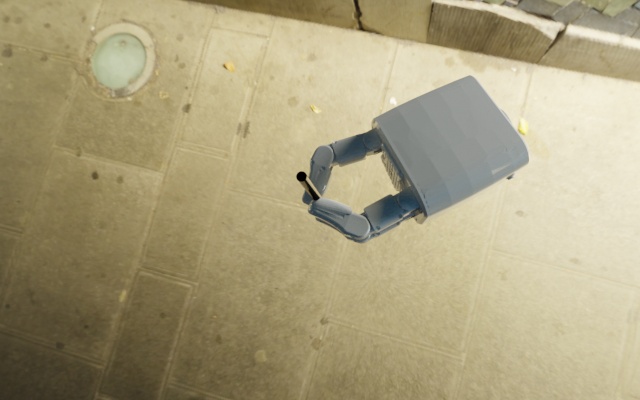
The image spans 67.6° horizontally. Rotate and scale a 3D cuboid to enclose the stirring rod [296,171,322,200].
[{"bbox_3d":[0.000,0.001,0.466,0.011,0.011,0.239,0,-9,7],"label":"stirring rod"}]
